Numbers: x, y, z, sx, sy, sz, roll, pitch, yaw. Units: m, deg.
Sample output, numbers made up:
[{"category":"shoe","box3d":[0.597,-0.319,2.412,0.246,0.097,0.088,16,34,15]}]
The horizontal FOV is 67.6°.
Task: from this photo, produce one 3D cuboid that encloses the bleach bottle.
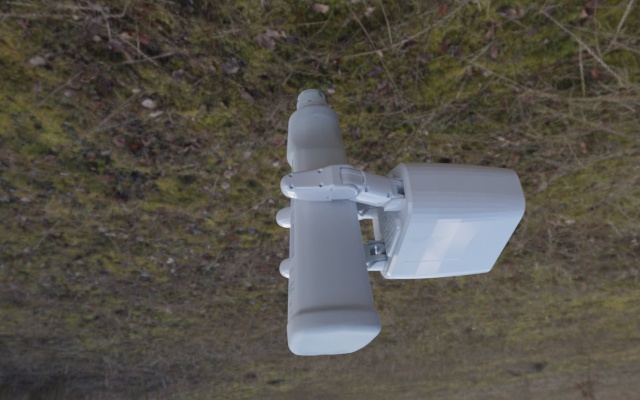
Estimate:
[{"category":"bleach bottle","box3d":[0.000,0.001,0.428,0.068,0.250,0.103,0,-27,-9]}]
